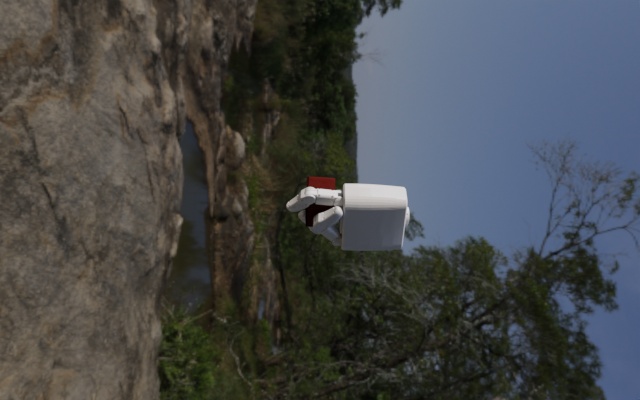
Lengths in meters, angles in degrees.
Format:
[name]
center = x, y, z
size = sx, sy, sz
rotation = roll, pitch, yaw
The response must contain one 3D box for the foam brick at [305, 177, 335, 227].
[foam brick]
center = 0.000, 0.002, 0.847
size = 0.051, 0.078, 0.053
rotation = 1, -43, 0
